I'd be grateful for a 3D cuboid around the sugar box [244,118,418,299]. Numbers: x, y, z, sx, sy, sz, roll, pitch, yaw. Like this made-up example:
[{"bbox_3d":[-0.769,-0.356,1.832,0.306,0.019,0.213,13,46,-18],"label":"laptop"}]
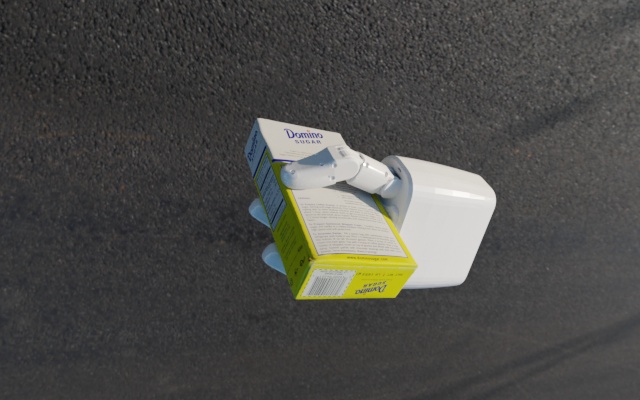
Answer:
[{"bbox_3d":[0.000,0.002,0.405,0.093,0.048,0.176,7,36,-29],"label":"sugar box"}]
